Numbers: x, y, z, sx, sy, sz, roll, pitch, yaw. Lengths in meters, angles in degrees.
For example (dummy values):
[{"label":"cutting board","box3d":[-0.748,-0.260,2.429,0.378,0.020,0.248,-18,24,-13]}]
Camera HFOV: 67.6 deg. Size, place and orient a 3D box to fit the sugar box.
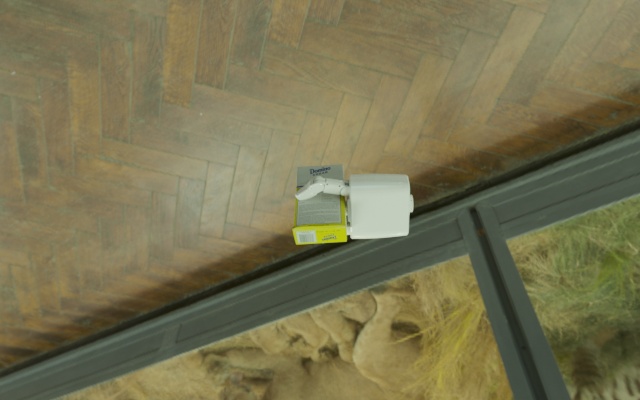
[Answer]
[{"label":"sugar box","box3d":[0.000,0.003,0.887,0.093,0.048,0.176,-3,39,4]}]
